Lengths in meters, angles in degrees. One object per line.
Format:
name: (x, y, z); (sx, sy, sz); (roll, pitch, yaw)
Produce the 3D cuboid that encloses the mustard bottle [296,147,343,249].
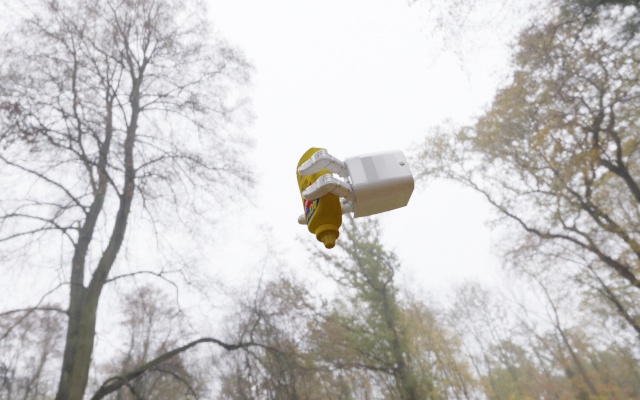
mustard bottle: (0.000, 0.003, 0.842); (0.058, 0.191, 0.096); (5, -42, -22)
